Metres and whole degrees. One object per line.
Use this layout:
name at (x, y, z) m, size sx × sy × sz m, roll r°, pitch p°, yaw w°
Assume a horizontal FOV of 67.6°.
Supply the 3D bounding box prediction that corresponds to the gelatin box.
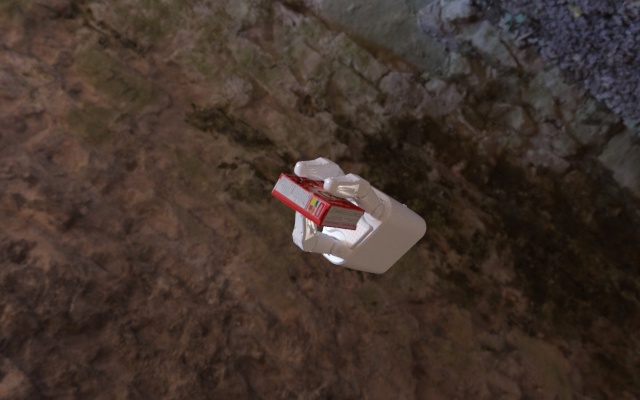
gelatin box at (0.000, 0.002, 0.541) m, size 0.073 × 0.030 × 0.089 m, roll 34°, pitch 12°, yaw 29°
